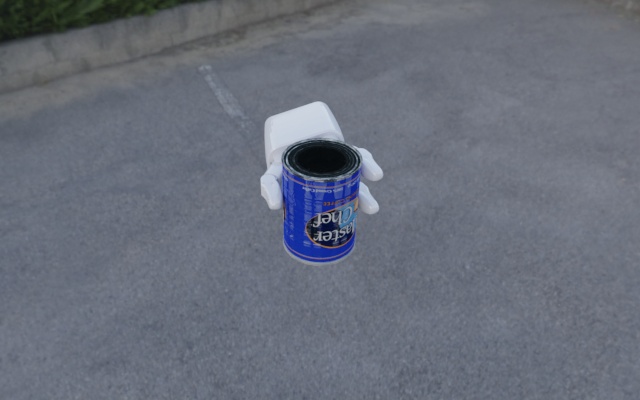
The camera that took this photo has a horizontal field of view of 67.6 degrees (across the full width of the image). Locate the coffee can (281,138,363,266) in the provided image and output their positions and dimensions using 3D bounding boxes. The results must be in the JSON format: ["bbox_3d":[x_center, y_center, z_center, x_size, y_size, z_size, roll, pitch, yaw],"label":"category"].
[{"bbox_3d":[0.000,0.002,0.639,0.103,0.140,0.102,1,36,-1],"label":"coffee can"}]
